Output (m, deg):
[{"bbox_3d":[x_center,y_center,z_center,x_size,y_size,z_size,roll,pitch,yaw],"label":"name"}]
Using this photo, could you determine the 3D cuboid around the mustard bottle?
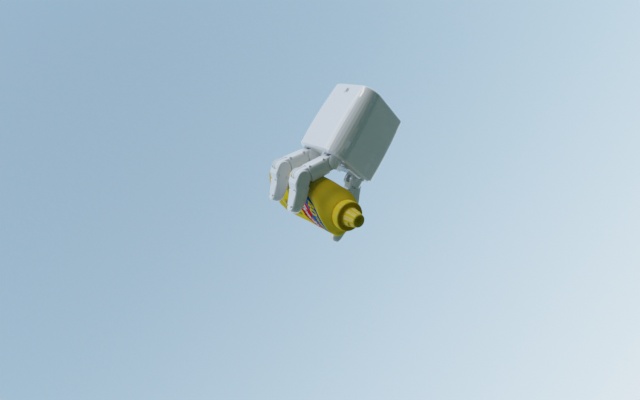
[{"bbox_3d":[0.000,0.002,0.682,0.058,0.096,0.191,-39,31,-17],"label":"mustard bottle"}]
